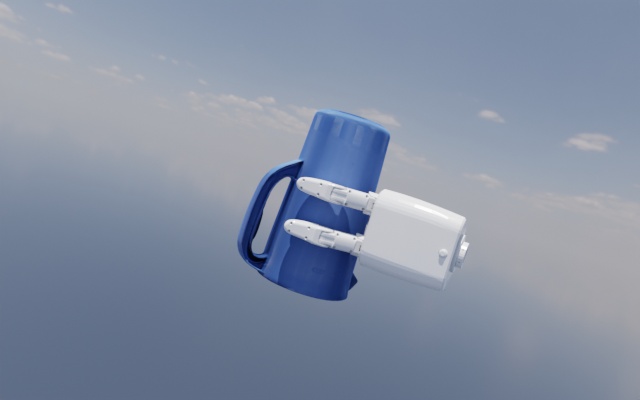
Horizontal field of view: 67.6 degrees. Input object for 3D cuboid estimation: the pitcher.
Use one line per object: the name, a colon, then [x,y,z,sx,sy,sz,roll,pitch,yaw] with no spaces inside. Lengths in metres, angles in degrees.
pitcher: [0.000,0.002,0.651,0.145,0.243,0.149,19,4,21]
